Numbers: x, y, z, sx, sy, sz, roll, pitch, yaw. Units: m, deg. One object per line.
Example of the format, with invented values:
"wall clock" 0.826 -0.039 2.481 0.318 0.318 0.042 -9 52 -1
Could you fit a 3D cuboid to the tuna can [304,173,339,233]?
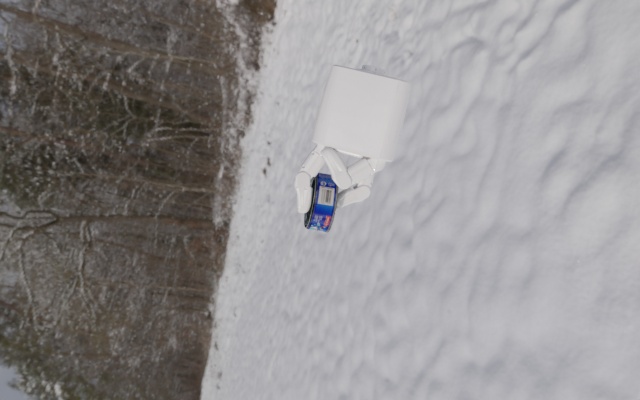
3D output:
"tuna can" 0.000 0.002 0.697 0.034 0.086 0.086 9 -2 -9
